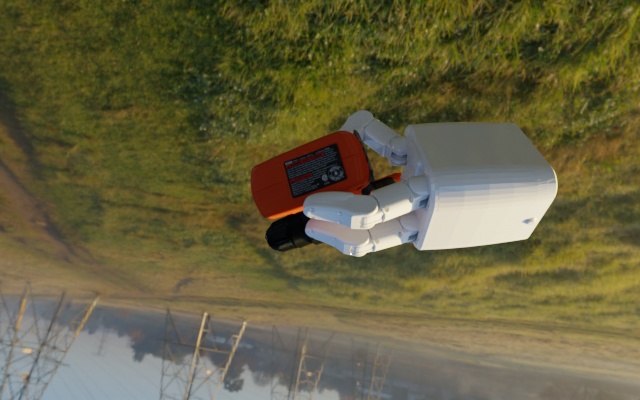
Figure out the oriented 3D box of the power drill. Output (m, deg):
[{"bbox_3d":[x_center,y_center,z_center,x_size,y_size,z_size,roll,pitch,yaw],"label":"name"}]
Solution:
[{"bbox_3d":[0.000,0.001,0.495,0.184,0.057,0.188,-22,-17,11],"label":"power drill"}]
